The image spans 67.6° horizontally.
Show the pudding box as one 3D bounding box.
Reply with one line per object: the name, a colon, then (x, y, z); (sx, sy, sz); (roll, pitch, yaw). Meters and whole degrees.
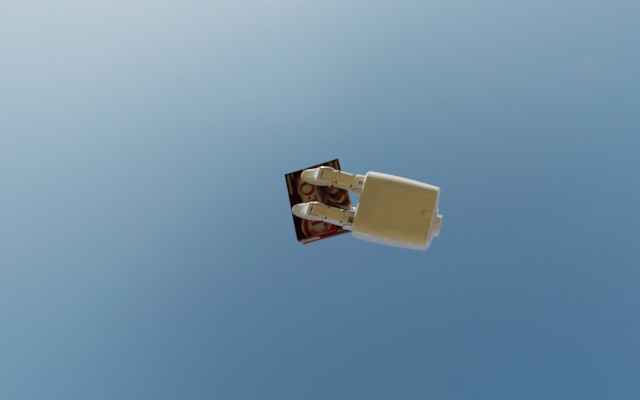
pudding box: (0.000, 0.002, 0.733); (0.090, 0.113, 0.039); (-16, -21, 9)
